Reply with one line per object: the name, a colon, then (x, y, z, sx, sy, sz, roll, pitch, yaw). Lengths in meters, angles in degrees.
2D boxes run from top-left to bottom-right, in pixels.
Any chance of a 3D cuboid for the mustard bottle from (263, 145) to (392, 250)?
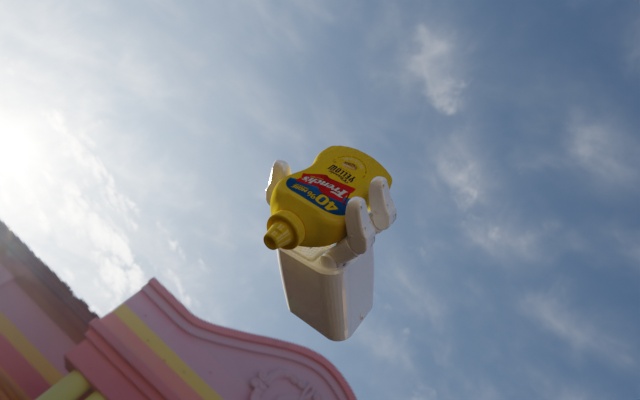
mustard bottle: (0.000, 0.001, 0.535, 0.096, 0.058, 0.191, 32, 39, 16)
